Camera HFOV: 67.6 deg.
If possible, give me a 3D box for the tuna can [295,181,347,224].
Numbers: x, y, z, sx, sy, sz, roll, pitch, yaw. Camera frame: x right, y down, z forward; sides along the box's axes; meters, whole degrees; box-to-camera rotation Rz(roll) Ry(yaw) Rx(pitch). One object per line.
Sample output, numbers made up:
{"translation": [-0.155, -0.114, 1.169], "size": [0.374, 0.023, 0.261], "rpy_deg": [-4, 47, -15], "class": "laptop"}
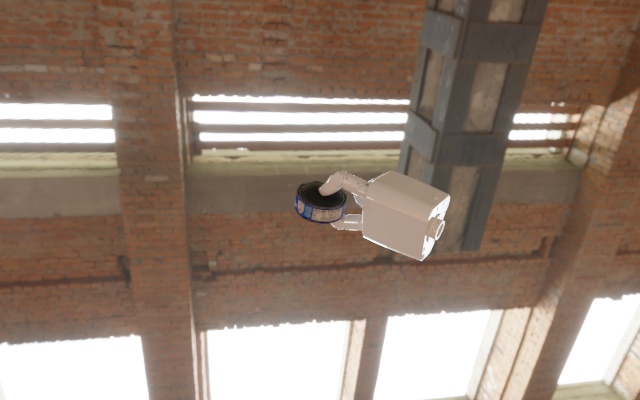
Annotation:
{"translation": [0.000, 0.003, 0.804], "size": [0.086, 0.034, 0.086], "rpy_deg": [8, 31, -5], "class": "tuna can"}
